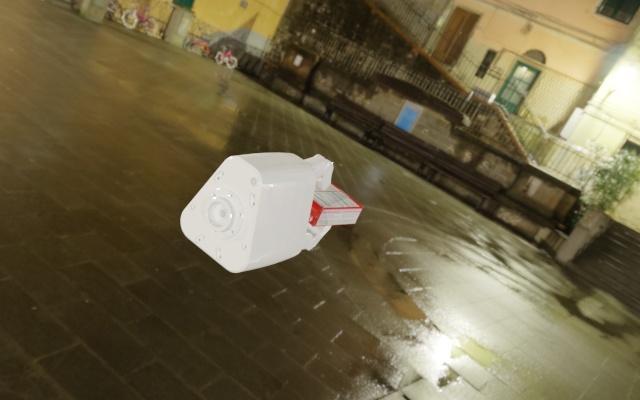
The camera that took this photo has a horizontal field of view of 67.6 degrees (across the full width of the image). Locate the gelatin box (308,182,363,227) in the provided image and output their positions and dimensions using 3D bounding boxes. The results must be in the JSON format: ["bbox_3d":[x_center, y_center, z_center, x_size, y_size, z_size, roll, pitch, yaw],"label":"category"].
[{"bbox_3d":[0.000,0.002,0.618,0.073,0.030,0.089,39,25,33],"label":"gelatin box"}]
